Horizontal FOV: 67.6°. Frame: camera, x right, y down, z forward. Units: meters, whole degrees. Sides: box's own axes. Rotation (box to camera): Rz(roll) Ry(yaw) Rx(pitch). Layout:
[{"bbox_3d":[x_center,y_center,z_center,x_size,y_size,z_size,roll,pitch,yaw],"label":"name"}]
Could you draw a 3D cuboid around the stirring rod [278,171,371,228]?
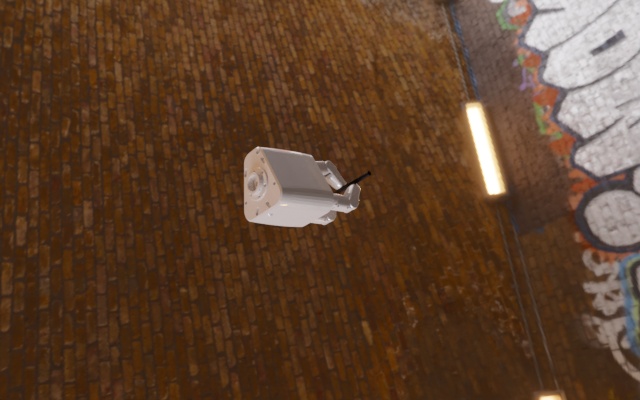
[{"bbox_3d":[0.000,0.003,0.861,0.011,0.011,0.239,0,-23,-47],"label":"stirring rod"}]
